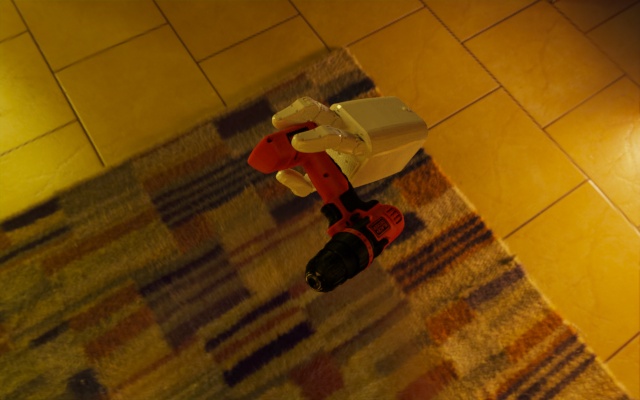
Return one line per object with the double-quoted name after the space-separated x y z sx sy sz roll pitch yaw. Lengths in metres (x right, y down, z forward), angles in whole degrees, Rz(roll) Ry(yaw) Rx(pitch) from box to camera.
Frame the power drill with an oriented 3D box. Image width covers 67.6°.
0.000 0.001 0.564 0.057 0.187 0.184 -43 -8 38 "power drill"
